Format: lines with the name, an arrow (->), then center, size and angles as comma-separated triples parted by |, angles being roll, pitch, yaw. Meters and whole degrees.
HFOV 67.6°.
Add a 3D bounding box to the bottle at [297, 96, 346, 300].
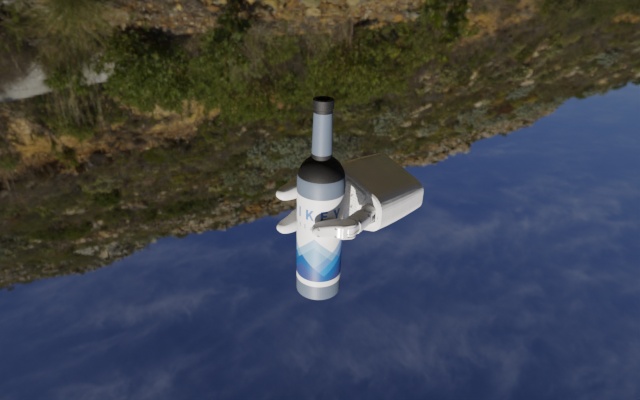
bottle -> 0.000, 0.002, 0.669 | 0.069, 0.296, 0.069 | 1, 27, -1
